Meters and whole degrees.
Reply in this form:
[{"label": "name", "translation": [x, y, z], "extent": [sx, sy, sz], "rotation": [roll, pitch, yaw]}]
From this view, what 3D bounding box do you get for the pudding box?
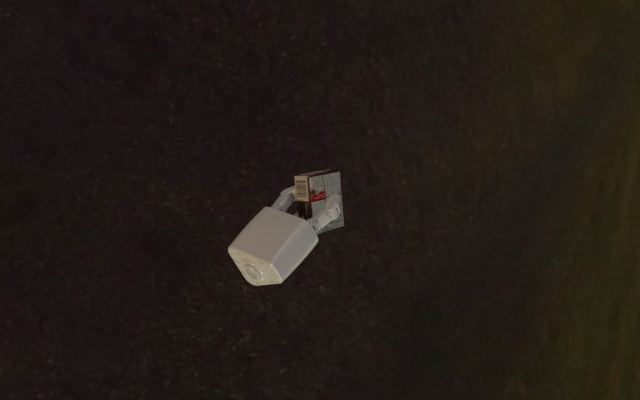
[{"label": "pudding box", "translation": [0.000, 0.003, 0.880], "extent": [0.039, 0.113, 0.090], "rotation": [4, 13, 42]}]
